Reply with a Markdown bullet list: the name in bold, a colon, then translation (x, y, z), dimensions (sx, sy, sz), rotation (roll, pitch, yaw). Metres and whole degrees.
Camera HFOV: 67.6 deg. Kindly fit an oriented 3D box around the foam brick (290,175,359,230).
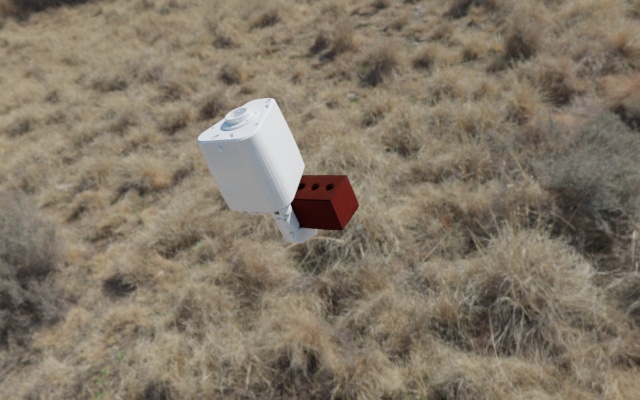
- **foam brick**: translation (0.000, 0.002, 0.623), dimensions (0.078, 0.051, 0.053), rotation (1, 39, 33)
